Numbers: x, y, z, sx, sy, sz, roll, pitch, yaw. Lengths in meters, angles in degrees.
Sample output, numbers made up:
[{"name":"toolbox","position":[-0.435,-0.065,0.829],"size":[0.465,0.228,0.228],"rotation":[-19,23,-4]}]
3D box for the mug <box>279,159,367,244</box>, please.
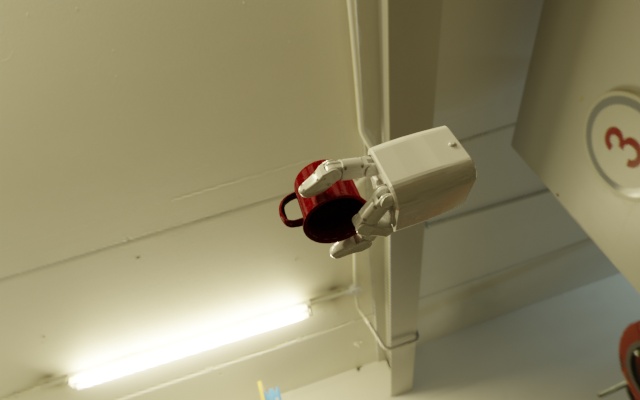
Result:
[{"name":"mug","position":[-0.001,0.002,0.651],"size":[0.117,0.081,0.093],"rotation":[-18,-41,-3]}]
